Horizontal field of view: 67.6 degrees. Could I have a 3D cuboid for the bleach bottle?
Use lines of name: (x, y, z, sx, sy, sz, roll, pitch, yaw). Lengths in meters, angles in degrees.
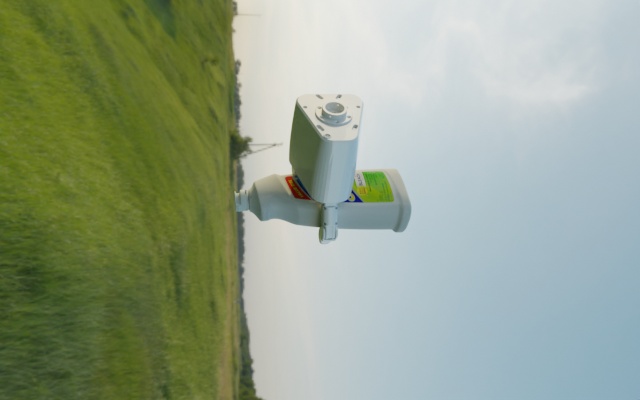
bleach bottle: (0.000, 0.002, 0.711, 0.251, 0.102, 0.068, -2, -42, -10)
